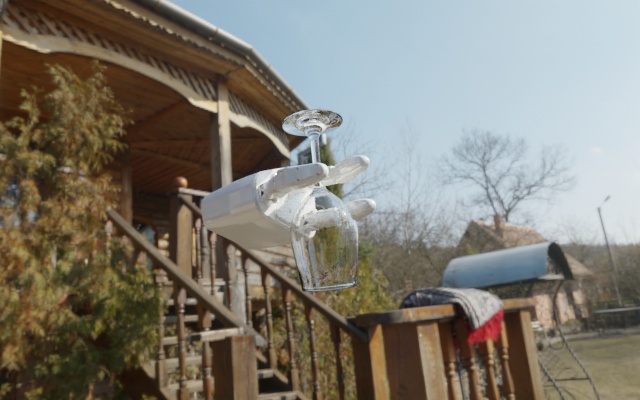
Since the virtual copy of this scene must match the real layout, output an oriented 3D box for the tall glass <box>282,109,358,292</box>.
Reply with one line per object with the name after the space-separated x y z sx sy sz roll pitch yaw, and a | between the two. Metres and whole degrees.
0.000 0.001 0.554 0.079 0.201 0.079 -6 -14 -1 | tall glass
